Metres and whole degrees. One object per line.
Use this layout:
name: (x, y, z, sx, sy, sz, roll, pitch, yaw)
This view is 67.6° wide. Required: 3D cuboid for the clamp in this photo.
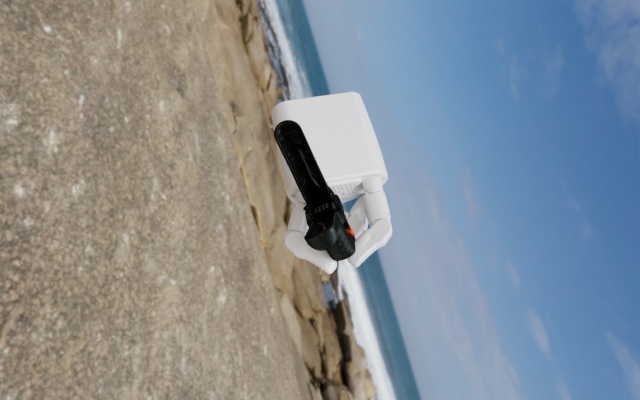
clamp: (0.001, 0.001, 0.449, 0.039, 0.120, 0.171, -15, -18, 6)
